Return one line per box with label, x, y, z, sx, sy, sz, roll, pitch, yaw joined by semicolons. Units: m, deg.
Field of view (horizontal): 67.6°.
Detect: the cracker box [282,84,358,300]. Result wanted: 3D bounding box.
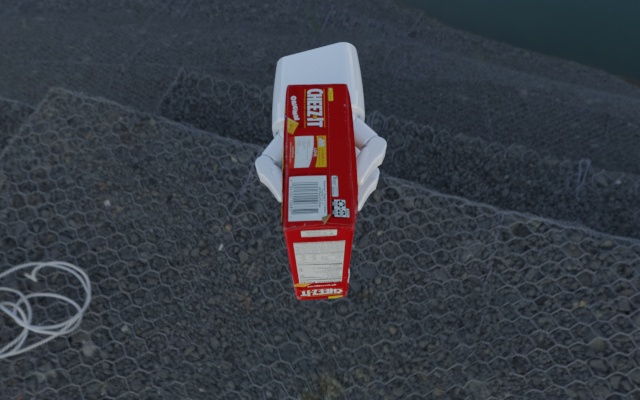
cracker box;0.000;0.002;0.537;0.072;0.164;0.214;-1;-28;0
